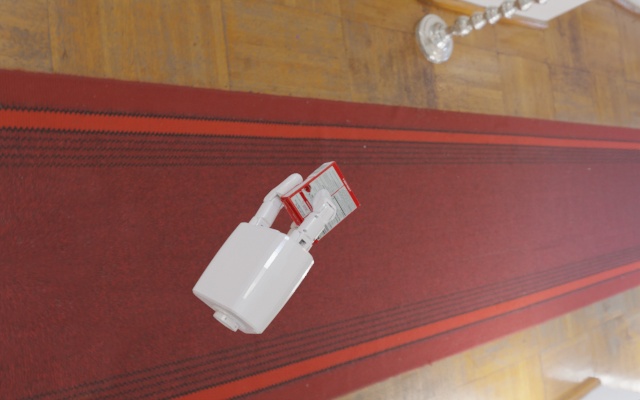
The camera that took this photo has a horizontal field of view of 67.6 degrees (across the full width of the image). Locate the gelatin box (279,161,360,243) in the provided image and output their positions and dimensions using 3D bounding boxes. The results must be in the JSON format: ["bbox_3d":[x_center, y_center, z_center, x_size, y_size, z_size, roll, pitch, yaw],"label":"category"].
[{"bbox_3d":[0.001,0.002,0.638,0.089,0.073,0.030,-39,17,-24],"label":"gelatin box"}]
